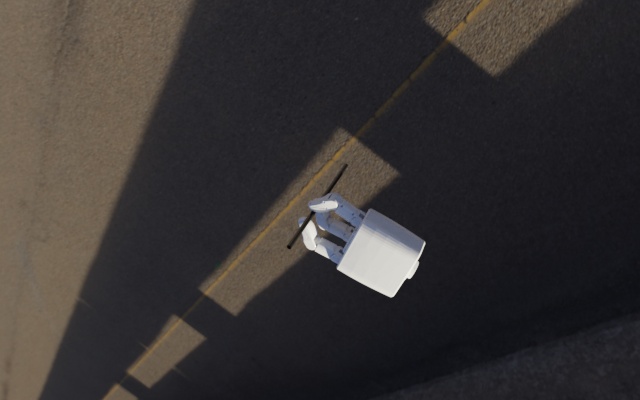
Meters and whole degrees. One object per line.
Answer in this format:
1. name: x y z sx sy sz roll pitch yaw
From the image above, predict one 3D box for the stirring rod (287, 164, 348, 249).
1. stirring rod: 0.000 0.003 0.816 0.011 0.011 0.239 0 35 30
